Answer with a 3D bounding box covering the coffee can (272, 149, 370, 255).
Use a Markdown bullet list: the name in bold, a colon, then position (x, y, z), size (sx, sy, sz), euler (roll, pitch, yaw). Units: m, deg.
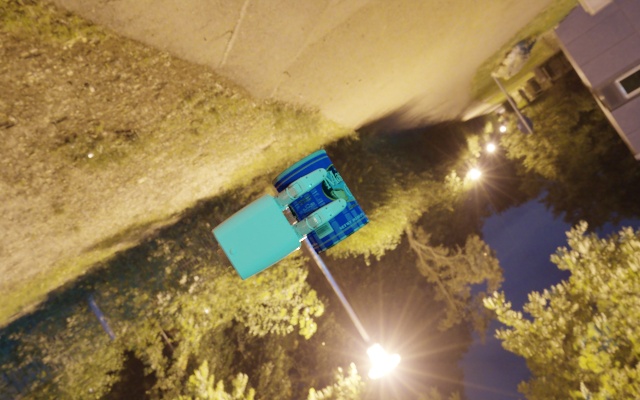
- **coffee can**: position (0.000, 0.002, 0.782), size (0.103, 0.140, 0.103), euler (-32, -2, -1)
